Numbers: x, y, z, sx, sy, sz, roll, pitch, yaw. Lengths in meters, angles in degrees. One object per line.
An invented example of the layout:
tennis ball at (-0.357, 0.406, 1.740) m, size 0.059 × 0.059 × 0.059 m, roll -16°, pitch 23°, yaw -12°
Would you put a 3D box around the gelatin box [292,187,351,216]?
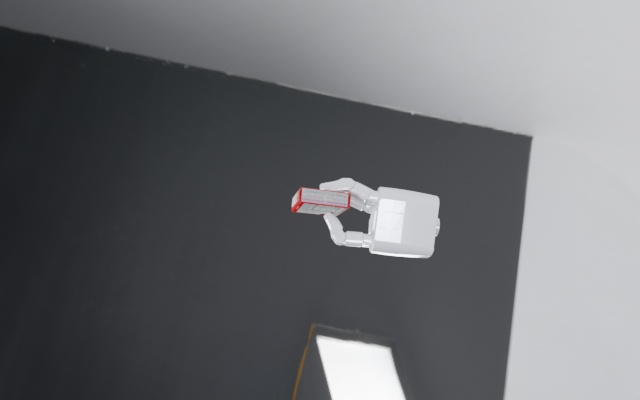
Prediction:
gelatin box at (0.000, 0.003, 0.829) m, size 0.089 × 0.030 × 0.073 m, roll 6°, pitch -14°, yaw -13°
